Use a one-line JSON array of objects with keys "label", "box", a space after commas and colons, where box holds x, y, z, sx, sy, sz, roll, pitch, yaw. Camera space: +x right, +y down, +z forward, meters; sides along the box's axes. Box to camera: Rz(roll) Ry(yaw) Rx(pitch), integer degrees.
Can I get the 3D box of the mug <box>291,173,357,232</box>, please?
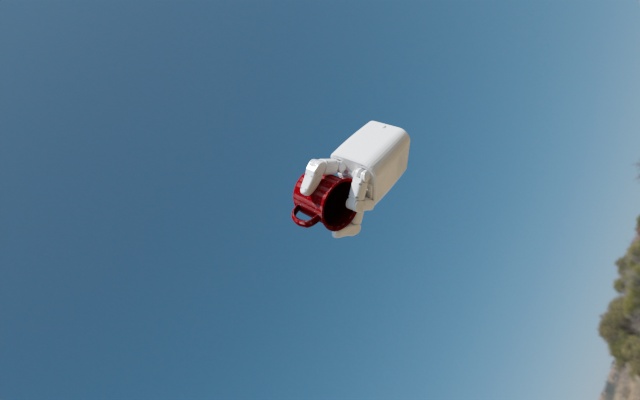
[{"label": "mug", "box": [-0.001, 0.004, 0.805, 0.081, 0.093, 0.117, 24, 58, 41]}]
